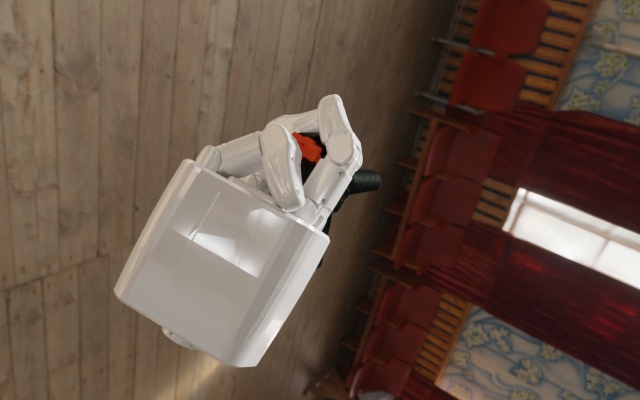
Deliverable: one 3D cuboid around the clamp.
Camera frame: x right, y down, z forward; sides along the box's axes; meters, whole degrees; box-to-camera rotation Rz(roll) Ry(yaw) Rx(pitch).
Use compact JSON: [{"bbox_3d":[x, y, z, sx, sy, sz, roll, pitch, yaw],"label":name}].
[{"bbox_3d":[0.001,0.002,0.418,0.039,0.120,0.171,27,-6,26],"label":"clamp"}]
